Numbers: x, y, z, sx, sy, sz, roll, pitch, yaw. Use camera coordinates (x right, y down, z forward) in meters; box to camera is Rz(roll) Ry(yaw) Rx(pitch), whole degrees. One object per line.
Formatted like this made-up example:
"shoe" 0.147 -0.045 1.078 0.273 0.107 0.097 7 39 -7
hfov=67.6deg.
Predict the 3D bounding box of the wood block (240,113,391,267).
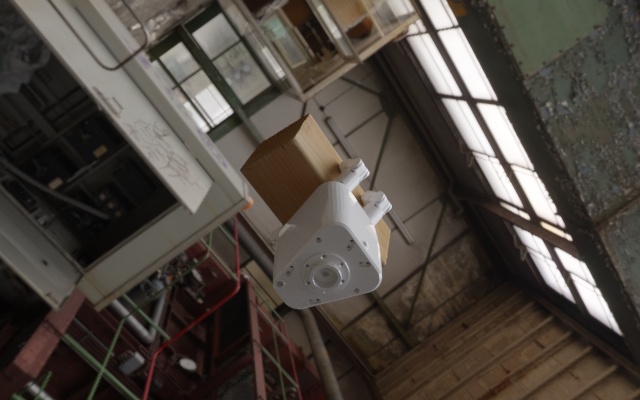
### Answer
"wood block" 0.000 0.003 0.640 0.091 0.206 0.090 -27 21 25
